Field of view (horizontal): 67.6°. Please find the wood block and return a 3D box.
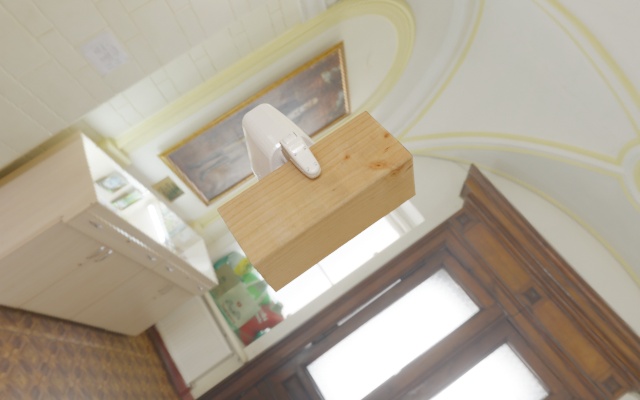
[{"bbox_3d":[0.000,0.001,0.556,0.206,0.090,0.091,-35,-32,-7],"label":"wood block"}]
